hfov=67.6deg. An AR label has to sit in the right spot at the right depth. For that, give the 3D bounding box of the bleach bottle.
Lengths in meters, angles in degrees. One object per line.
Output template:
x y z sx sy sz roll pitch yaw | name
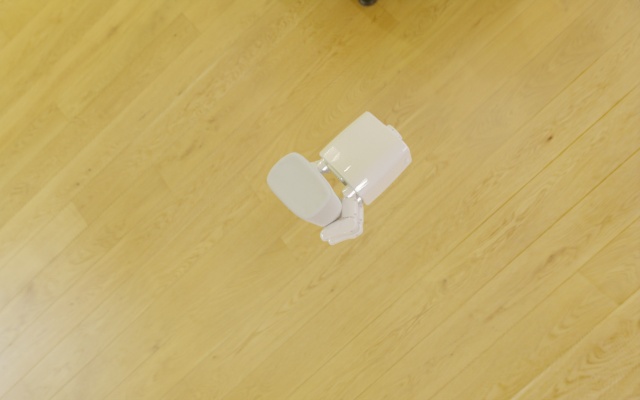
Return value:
0.000 0.003 0.789 0.068 0.102 0.251 -44 -17 3 | bleach bottle
